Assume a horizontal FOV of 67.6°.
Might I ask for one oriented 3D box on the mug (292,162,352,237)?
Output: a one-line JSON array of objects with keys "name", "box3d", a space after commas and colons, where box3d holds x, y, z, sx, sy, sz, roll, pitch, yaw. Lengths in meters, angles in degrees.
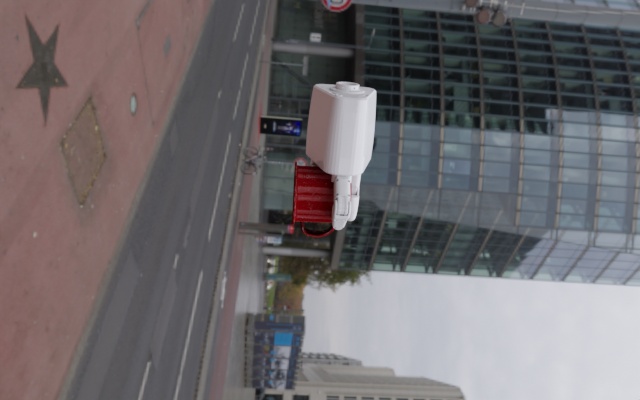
[{"name": "mug", "box3d": [0.000, 0.004, 0.709, 0.081, 0.117, 0.093, 3, 22, -4]}]
